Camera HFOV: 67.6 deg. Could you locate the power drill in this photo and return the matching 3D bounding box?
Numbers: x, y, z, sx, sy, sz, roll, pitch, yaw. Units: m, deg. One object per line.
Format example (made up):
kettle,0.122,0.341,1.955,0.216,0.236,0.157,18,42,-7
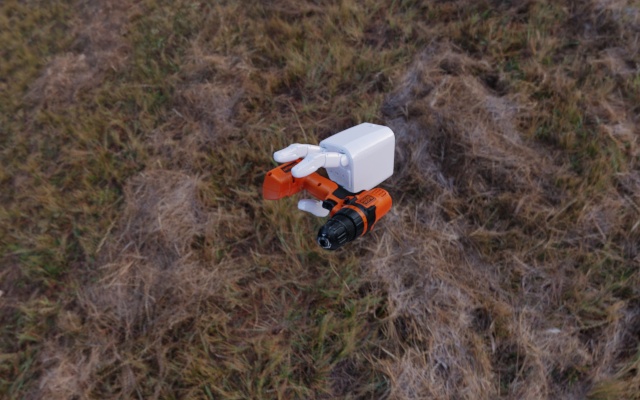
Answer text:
power drill,0.000,0.002,0.774,0.187,0.057,0.184,27,32,24
